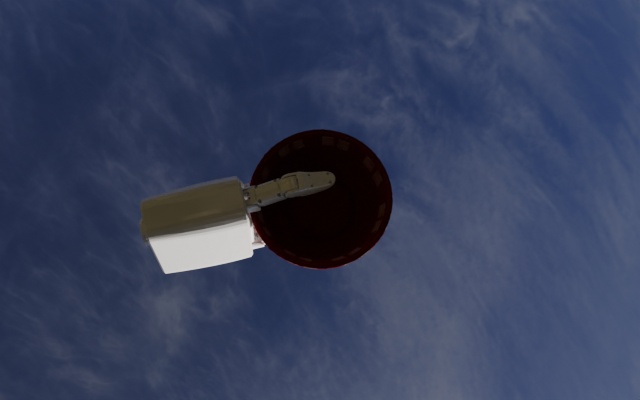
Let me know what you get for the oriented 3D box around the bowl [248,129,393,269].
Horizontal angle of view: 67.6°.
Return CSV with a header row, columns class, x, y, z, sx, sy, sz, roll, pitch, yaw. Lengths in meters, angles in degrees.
class,x,y,z,sx,sy,sz,roll,pitch,yaw
bowl,0.001,0.002,0.557,0.162,0.162,0.055,0,-14,1
